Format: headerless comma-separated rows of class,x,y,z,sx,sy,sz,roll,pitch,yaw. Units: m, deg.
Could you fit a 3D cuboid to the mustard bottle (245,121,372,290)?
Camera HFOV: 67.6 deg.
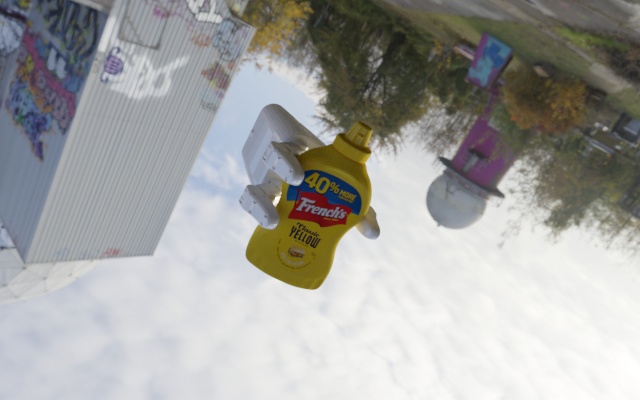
mustard bottle,0.000,0.002,0.515,0.096,0.192,0.058,27,20,-9
